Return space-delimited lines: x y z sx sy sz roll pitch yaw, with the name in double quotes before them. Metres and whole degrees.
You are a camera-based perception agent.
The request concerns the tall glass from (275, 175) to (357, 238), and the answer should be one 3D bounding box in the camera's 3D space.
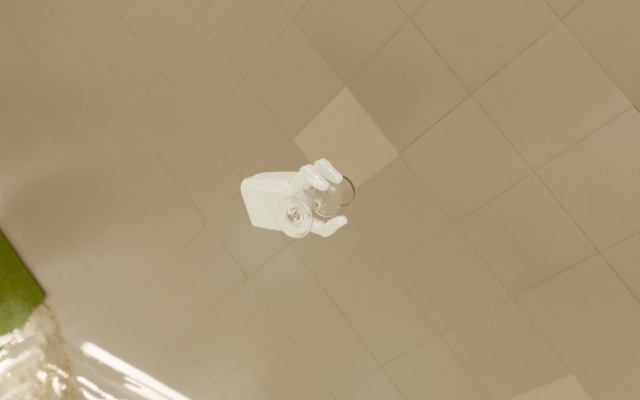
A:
"tall glass" 0.000 0.003 0.898 0.079 0.079 0.201 0 15 29
